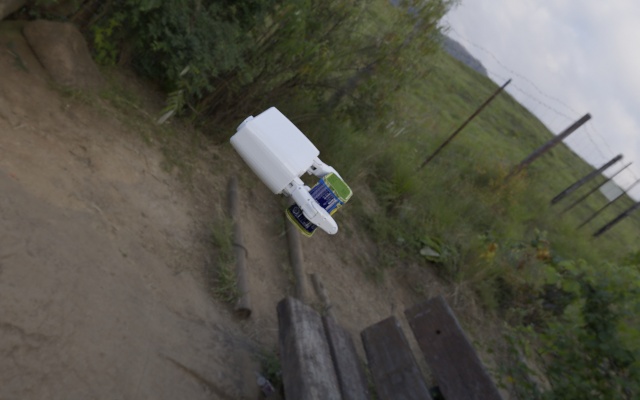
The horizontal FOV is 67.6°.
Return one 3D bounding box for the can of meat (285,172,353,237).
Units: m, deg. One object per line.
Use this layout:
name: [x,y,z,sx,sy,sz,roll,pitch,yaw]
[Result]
can of meat: [0.000,0.002,0.759,0.084,0.057,0.102,-42,1,15]
